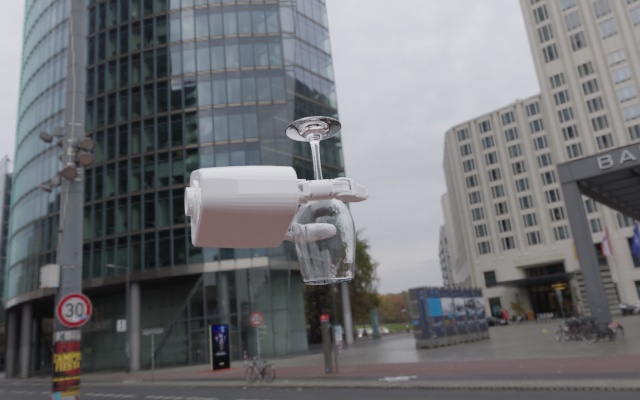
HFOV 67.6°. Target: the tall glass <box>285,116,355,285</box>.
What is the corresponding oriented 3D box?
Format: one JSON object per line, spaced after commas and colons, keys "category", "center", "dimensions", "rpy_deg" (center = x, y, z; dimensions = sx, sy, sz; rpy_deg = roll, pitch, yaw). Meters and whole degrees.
{"category": "tall glass", "center": [0.000, 0.001, 0.599], "dimensions": [0.079, 0.201, 0.079], "rpy_deg": [-6, -15, -1]}
